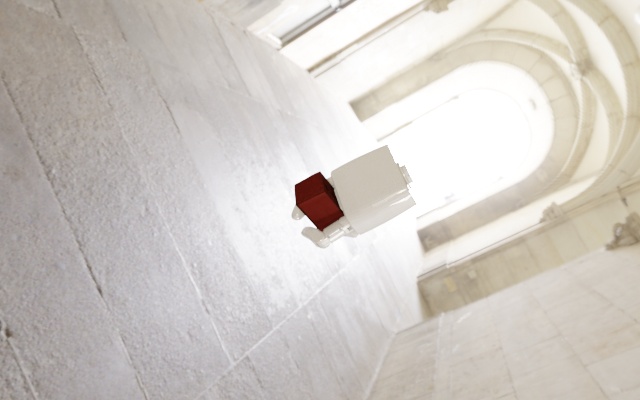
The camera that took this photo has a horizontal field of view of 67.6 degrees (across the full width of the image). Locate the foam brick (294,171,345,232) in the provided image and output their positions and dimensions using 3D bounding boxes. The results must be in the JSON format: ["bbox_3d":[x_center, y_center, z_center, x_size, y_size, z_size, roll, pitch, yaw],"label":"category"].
[{"bbox_3d":[0.000,0.002,0.763,0.051,0.053,0.078,-27,-49,16],"label":"foam brick"}]
